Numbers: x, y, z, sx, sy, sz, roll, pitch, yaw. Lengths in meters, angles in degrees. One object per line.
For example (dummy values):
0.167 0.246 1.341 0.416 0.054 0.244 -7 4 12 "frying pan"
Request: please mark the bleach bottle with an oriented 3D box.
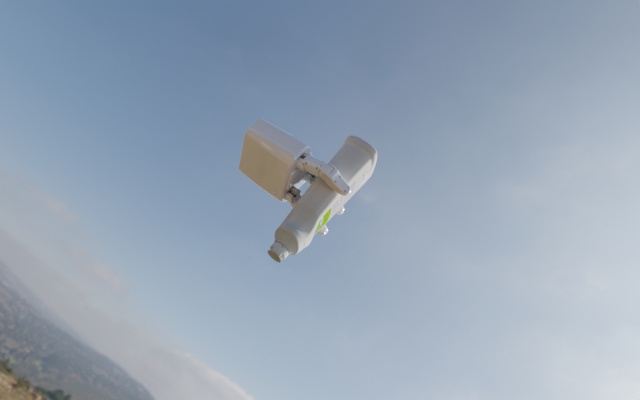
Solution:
0.000 0.003 0.816 0.068 0.250 0.103 33 -29 16 "bleach bottle"
